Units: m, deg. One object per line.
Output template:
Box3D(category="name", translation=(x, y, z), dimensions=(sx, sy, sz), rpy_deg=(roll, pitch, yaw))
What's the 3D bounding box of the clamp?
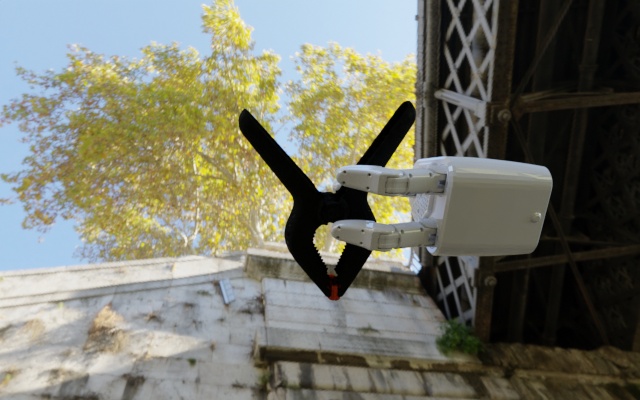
Box3D(category="clamp", translation=(0.000, 0.002, 0.473), dimensions=(0.164, 0.210, 0.036), rpy_deg=(3, 20, -6))
